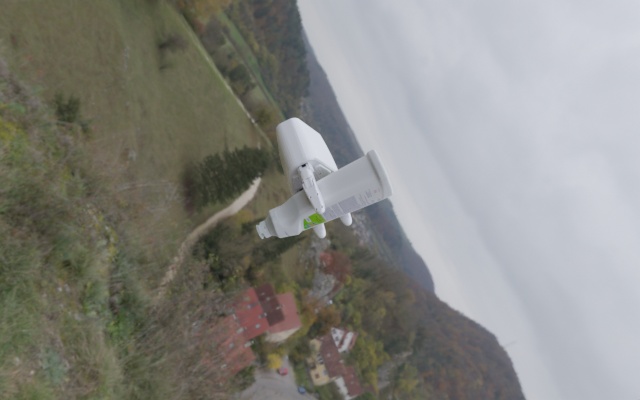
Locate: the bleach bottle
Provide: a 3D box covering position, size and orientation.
[{"bbox_3d":[0.000,0.003,0.851,0.251,0.068,0.103,-24,-29,5],"label":"bleach bottle"}]
